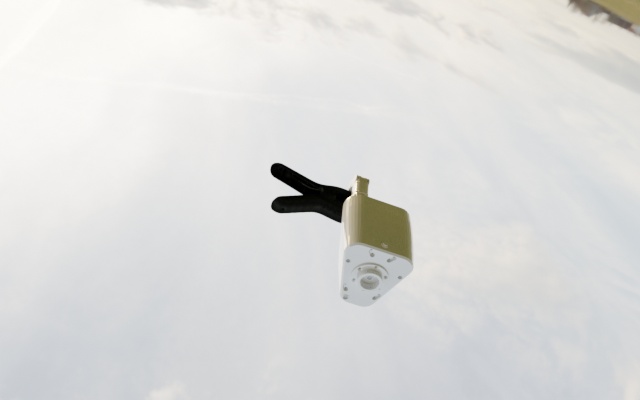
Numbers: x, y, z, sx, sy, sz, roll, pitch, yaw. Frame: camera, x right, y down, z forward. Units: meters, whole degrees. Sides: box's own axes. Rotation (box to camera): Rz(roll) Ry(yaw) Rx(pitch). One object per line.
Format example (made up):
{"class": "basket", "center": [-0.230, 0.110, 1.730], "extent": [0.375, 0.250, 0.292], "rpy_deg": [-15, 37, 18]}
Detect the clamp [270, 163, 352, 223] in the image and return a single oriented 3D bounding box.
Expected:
{"class": "clamp", "center": [0.000, 0.003, 0.705], "extent": [0.171, 0.039, 0.120], "rpy_deg": [19, 34, -7]}
